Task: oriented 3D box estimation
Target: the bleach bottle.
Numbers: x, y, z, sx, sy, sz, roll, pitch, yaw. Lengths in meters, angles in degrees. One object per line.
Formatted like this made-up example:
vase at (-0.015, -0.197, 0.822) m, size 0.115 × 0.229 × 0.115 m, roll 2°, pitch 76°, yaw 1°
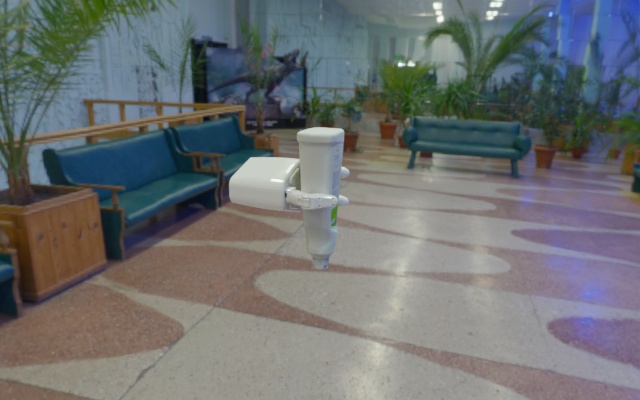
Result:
bleach bottle at (0.000, 0.003, 0.836) m, size 0.068 × 0.251 × 0.102 m, roll 6°, pitch 16°, yaw 18°
